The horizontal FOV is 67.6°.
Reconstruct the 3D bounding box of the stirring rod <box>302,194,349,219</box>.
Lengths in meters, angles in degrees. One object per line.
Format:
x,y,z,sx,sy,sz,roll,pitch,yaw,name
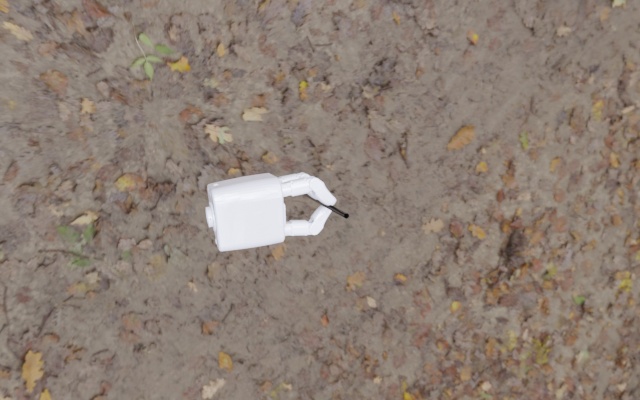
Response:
0.000,0.003,0.817,0.011,0.011,0.239,0,10,-19,stirring rod
